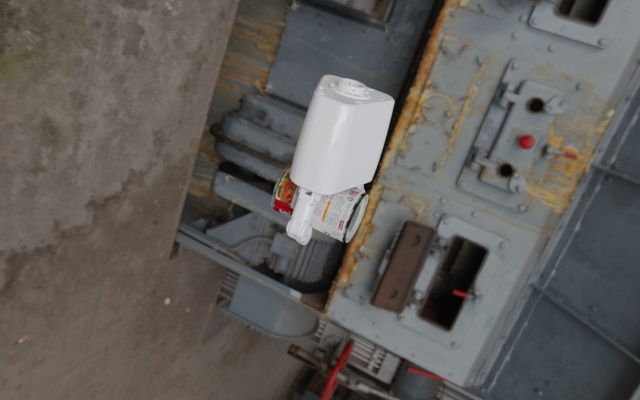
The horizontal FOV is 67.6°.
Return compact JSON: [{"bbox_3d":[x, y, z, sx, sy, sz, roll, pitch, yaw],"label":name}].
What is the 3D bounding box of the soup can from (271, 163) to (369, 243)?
[{"bbox_3d":[0.000,0.003,0.592,0.102,0.068,0.068,24,6,14],"label":"soup can"}]
